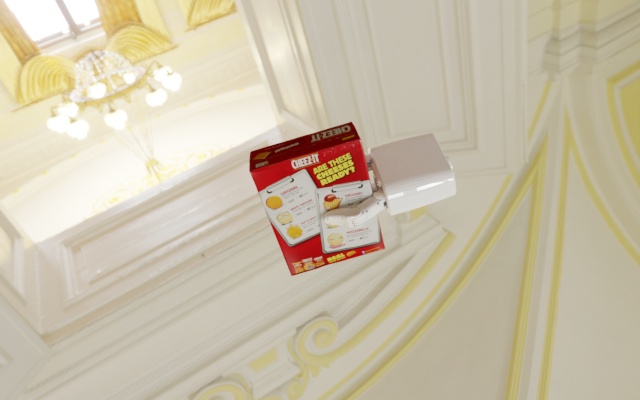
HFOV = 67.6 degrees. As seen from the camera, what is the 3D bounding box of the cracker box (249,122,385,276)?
[{"bbox_3d":[0.000,0.003,0.746,0.164,0.214,0.072,-16,35,1],"label":"cracker box"}]
